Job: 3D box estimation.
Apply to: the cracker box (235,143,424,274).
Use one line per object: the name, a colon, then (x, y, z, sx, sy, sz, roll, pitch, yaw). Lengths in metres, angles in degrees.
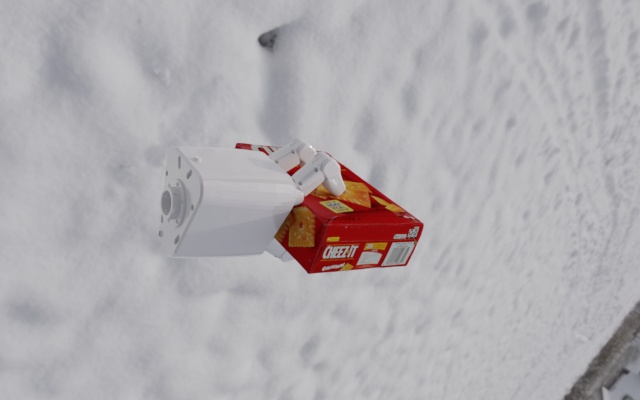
cracker box: (0.000, 0.002, 0.608, 0.164, 0.072, 0.213, 2, 28, -40)
